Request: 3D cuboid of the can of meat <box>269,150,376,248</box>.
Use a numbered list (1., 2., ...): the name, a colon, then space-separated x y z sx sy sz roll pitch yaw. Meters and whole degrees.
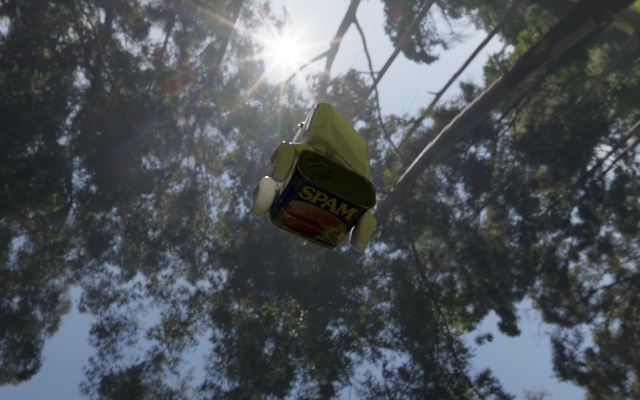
1. can of meat: 0.000 0.002 0.565 0.102 0.084 0.057 26 36 -15
